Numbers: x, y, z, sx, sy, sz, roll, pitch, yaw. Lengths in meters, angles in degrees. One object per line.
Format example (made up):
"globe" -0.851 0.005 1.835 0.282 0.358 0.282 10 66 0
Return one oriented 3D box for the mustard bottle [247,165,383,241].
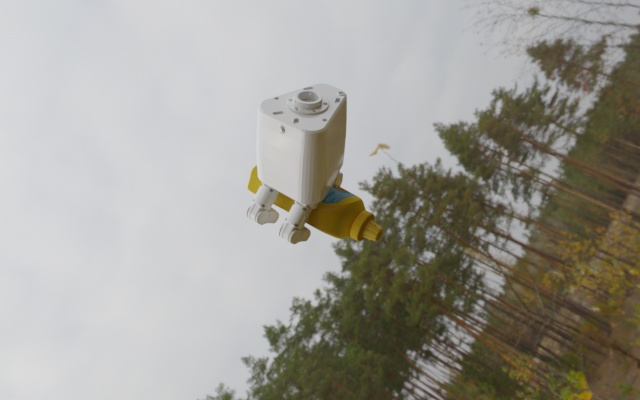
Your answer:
"mustard bottle" 0.000 0.002 0.652 0.191 0.058 0.096 28 23 25
